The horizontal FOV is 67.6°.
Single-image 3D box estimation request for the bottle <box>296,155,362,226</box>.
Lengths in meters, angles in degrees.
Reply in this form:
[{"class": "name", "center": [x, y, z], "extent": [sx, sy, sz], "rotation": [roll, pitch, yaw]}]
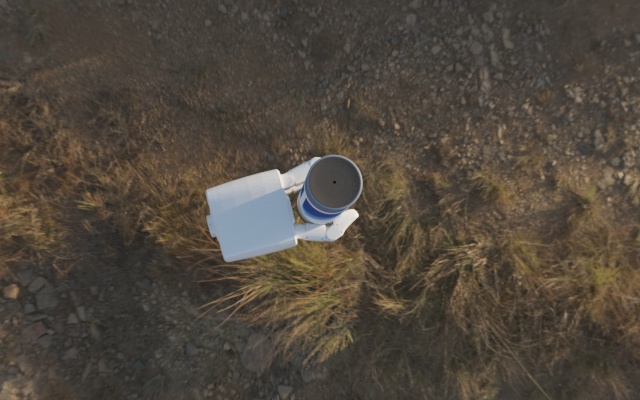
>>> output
[{"class": "bottle", "center": [0.000, 0.002, 0.701], "extent": [0.069, 0.069, 0.296], "rotation": [0, -9, -6]}]
